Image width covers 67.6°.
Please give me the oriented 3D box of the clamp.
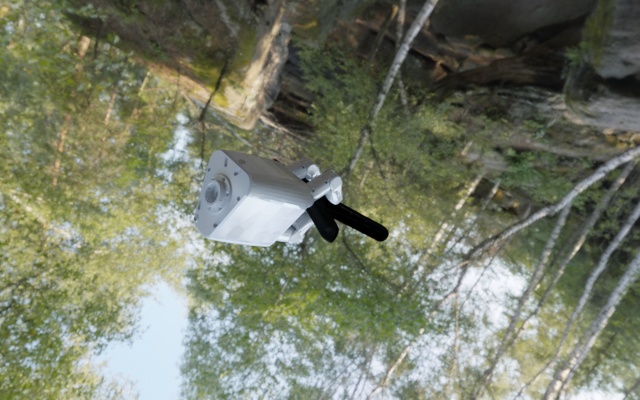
[{"bbox_3d":[-0.001,0.003,0.720,0.210,0.036,0.164,40,17,36],"label":"clamp"}]
